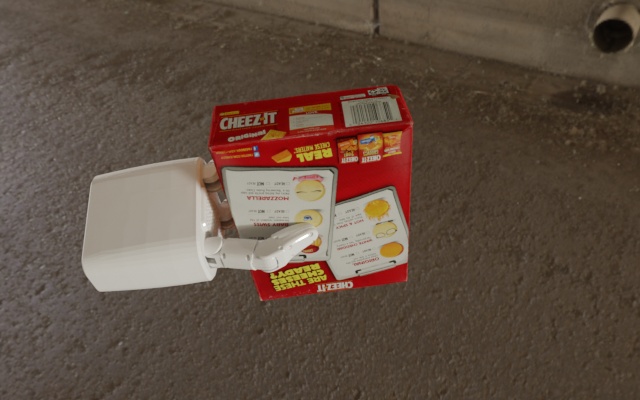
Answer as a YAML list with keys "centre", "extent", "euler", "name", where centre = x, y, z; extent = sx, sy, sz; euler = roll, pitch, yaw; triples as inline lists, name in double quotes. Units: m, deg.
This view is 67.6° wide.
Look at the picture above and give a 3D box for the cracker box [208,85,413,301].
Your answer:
- centre: [0.000, 0.002, 0.465]
  extent: [0.164, 0.072, 0.214]
  euler: [-7, -45, 1]
  name: "cracker box"
